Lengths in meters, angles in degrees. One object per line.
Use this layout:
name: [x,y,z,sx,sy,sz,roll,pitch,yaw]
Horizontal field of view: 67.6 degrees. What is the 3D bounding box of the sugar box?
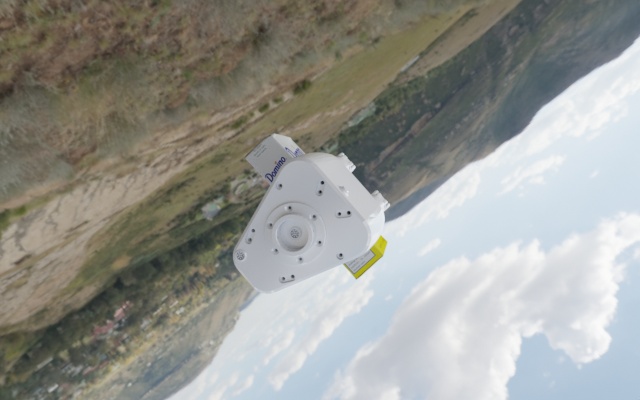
sugar box: [0.001,0.001,0.538,0.048,0.176,0.093,-41,-3,11]
